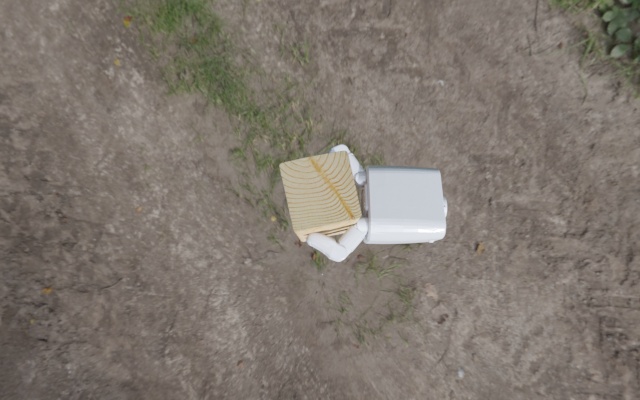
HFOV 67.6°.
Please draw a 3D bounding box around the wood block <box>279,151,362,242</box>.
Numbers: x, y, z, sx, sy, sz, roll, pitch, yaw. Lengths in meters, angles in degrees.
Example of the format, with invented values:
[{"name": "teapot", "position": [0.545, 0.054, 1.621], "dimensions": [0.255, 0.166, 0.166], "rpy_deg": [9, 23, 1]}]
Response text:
[{"name": "wood block", "position": [0.000, 0.002, 0.695], "dimensions": [0.090, 0.091, 0.206], "rpy_deg": [-12, -9, -2]}]
